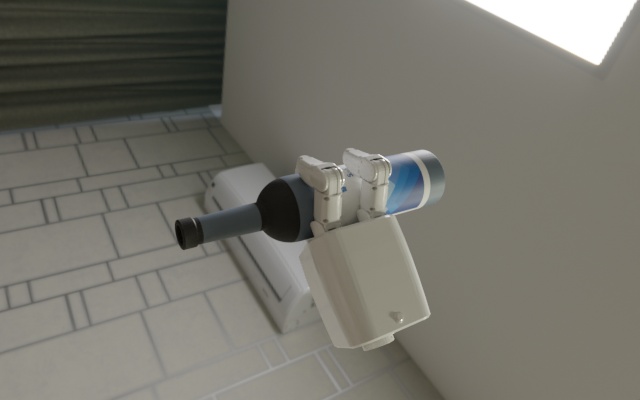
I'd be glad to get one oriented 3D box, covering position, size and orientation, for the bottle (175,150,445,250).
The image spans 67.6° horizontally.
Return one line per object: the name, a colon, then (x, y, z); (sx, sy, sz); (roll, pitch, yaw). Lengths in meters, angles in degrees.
bottle: (0.000, 0.001, 0.492); (0.295, 0.069, 0.069); (-13, 7, -30)
